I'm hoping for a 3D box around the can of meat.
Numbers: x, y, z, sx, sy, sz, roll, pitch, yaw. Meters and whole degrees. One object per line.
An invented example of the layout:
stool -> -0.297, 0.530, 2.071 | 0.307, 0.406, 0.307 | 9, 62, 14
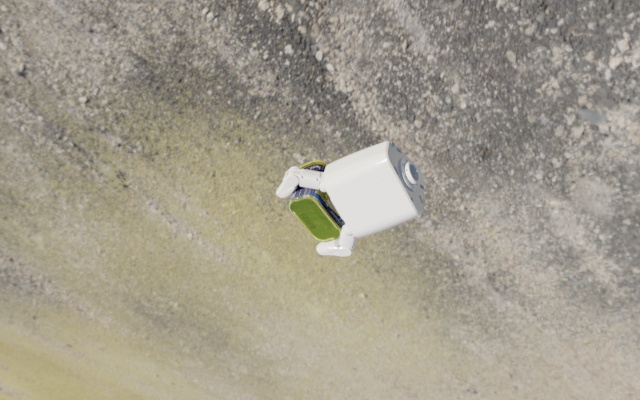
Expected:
can of meat -> 0.000, 0.003, 0.748 | 0.057, 0.084, 0.102 | -19, -54, 30
